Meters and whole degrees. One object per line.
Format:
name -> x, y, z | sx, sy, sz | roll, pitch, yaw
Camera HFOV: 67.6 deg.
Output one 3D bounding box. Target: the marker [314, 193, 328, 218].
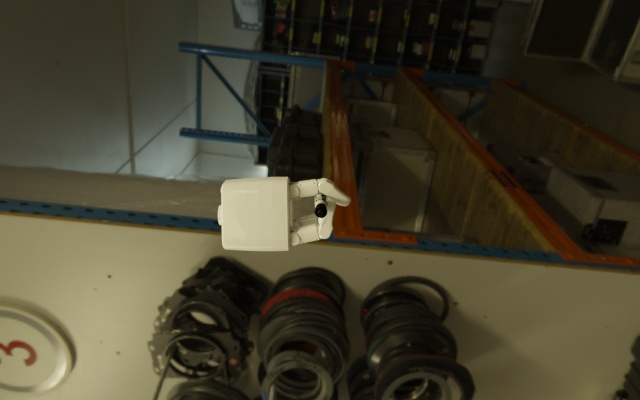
marker -> 0.000, 0.002, 0.736 | 0.020, 0.020, 0.121 | 0, 15, -1
